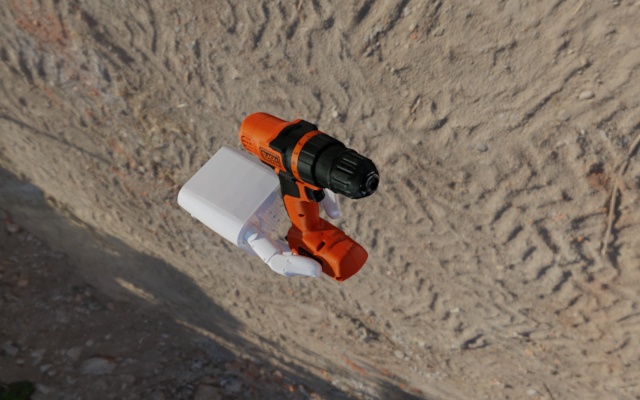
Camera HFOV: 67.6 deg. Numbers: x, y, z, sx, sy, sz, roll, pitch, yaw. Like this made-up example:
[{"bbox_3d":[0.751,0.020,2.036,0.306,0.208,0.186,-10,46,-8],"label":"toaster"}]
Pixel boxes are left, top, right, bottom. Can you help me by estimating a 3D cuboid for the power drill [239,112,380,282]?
[{"bbox_3d":[0.000,0.002,0.519,0.057,0.188,0.184,-37,44,-24],"label":"power drill"}]
